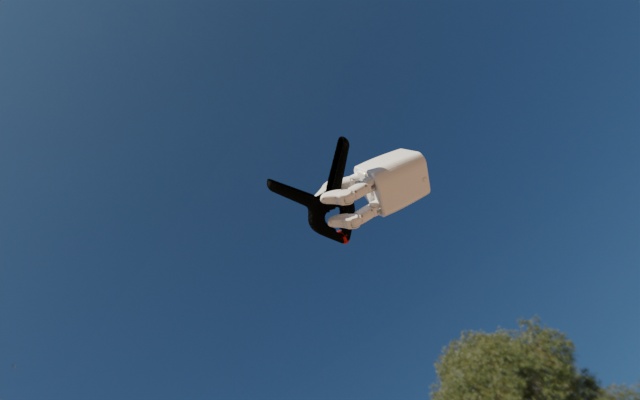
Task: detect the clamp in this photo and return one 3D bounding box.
[{"bbox_3d":[0.000,0.003,0.886,0.164,0.210,0.036,-25,33,-11],"label":"clamp"}]
